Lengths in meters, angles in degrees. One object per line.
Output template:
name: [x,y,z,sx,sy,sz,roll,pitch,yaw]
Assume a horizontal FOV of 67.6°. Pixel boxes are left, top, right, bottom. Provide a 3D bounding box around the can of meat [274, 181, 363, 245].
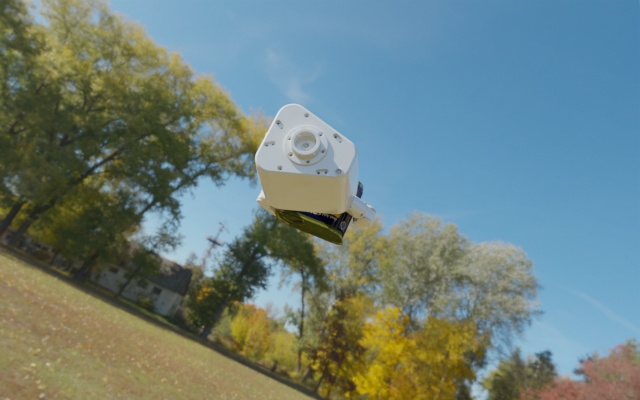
can of meat: [0.000,0.002,0.666,0.102,0.084,0.057,21,-19,13]
